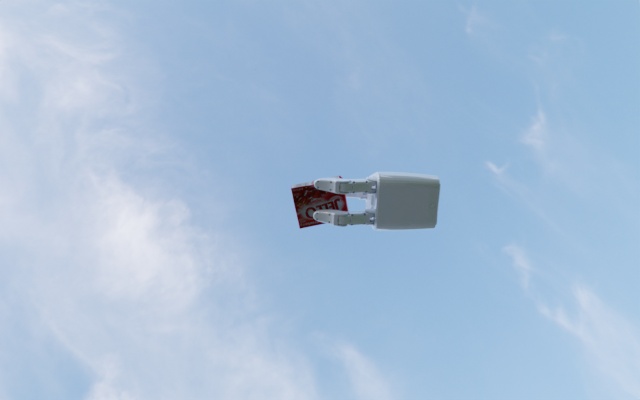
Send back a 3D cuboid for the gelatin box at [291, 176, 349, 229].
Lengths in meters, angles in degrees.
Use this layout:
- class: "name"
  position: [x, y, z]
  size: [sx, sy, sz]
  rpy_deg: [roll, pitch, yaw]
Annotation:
- class: "gelatin box"
  position: [0.000, 0.003, 0.813]
  size: [0.089, 0.073, 0.030]
  rpy_deg: [-11, 15, 3]
